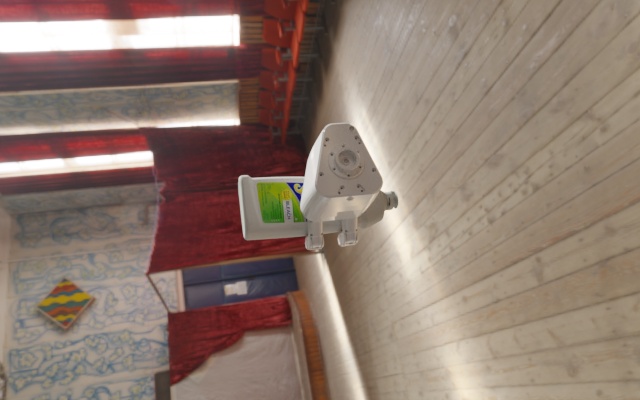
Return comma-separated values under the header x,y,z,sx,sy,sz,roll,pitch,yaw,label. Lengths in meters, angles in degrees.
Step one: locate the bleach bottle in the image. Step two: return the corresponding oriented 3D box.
x,y,z,sx,sy,sz,roll,pitch,yaw,label
0.000,0.003,0.761,0.251,0.102,0.068,-5,-15,-13,bleach bottle
